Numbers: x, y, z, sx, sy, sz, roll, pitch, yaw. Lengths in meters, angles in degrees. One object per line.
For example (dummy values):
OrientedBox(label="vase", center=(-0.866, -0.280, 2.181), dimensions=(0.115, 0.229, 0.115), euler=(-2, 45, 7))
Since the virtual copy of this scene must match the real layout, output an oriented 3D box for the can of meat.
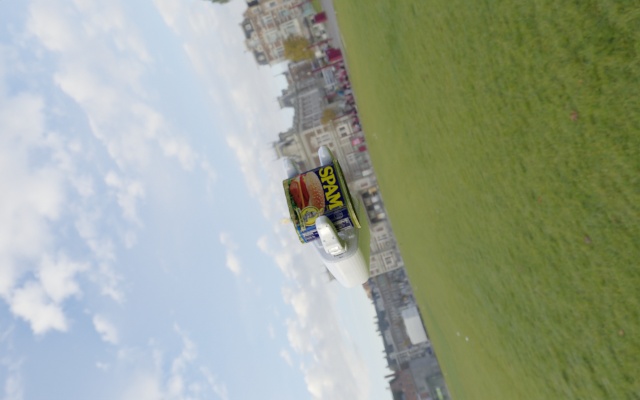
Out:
OrientedBox(label="can of meat", center=(0.000, 0.002, 0.664), dimensions=(0.084, 0.102, 0.057), euler=(-20, -33, 7))
